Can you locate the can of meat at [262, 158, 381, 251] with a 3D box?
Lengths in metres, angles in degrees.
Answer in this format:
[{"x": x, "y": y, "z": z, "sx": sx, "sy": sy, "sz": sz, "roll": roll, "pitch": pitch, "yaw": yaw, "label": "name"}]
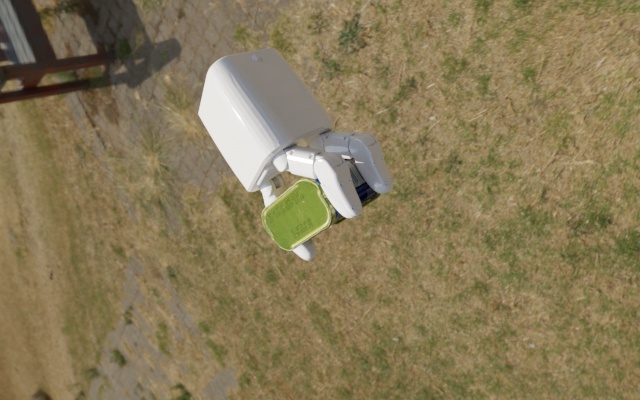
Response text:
[{"x": 0.000, "y": 0.002, "z": 0.486, "sx": 0.084, "sy": 0.057, "sz": 0.102, "roll": -30, "pitch": -5, "yaw": -45, "label": "can of meat"}]
